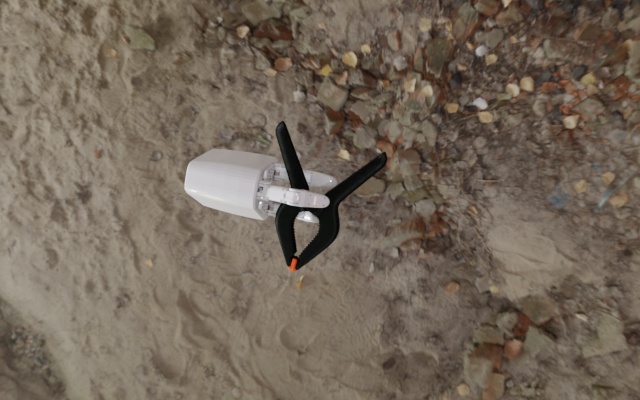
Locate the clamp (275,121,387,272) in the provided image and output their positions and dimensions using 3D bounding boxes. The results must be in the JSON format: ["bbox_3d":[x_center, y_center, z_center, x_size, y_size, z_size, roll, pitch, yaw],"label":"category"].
[{"bbox_3d":[0.000,0.003,0.687,0.164,0.210,0.036,11,5,7],"label":"clamp"}]
